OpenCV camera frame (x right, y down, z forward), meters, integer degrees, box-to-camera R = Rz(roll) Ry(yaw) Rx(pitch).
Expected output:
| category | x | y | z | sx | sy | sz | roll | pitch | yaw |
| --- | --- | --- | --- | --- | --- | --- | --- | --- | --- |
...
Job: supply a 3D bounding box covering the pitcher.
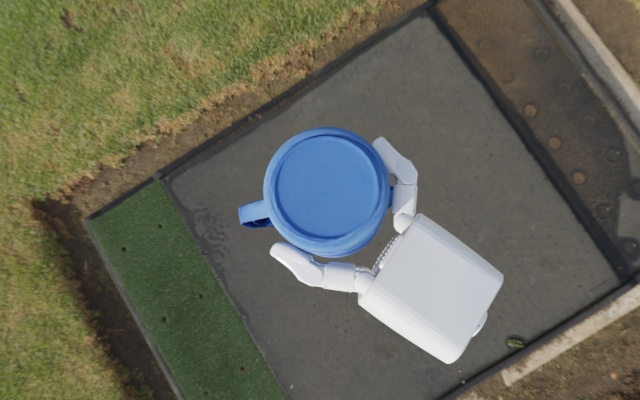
| category | x | y | z | sx | sy | sz | roll | pitch | yaw |
| --- | --- | --- | --- | --- | --- | --- | --- | --- | --- |
| pitcher | 0.000 | 0.002 | 0.513 | 0.145 | 0.149 | 0.243 | 36 | -2 | 5 |
